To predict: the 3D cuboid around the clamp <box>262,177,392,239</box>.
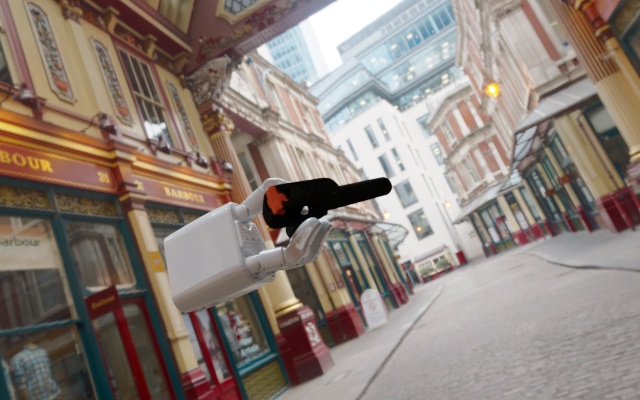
[{"bbox_3d":[-0.001,0.001,0.575,0.164,0.036,0.210,-27,-13,11],"label":"clamp"}]
